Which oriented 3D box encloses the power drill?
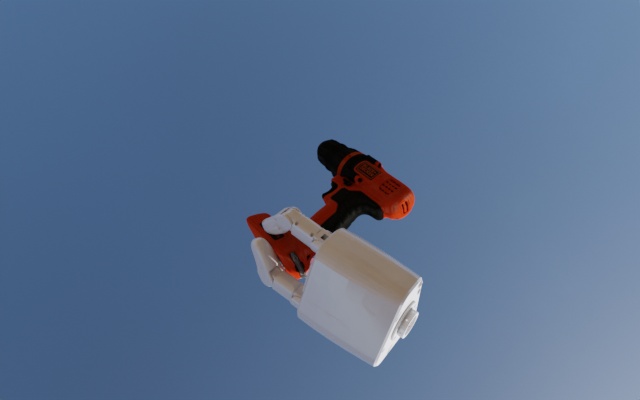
[{"bbox_3d":[0.000,0.002,0.627,0.187,0.057,0.184,-36,43,-13],"label":"power drill"}]
